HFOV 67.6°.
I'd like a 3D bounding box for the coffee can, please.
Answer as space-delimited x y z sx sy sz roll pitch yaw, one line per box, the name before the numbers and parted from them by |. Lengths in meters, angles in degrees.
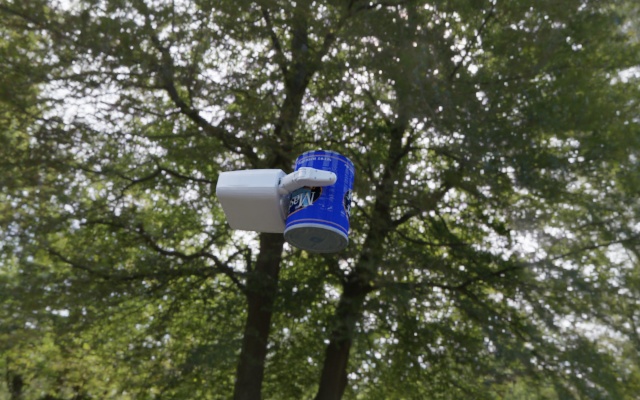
coffee can | 0.000 0.003 0.786 0.103 0.140 0.103 6 -27 3
